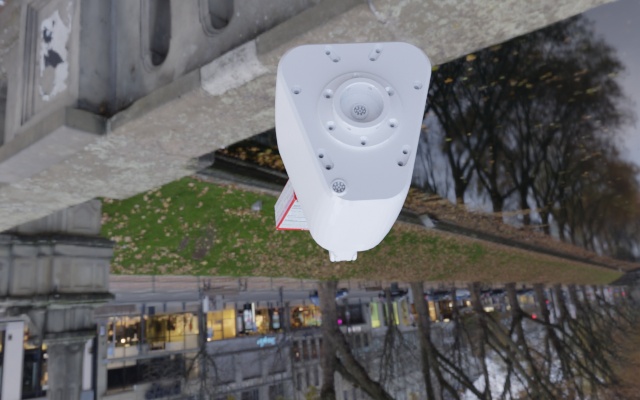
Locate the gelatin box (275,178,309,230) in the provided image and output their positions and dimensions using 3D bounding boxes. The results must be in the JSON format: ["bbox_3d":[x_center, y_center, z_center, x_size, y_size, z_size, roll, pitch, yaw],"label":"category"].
[{"bbox_3d":[0.000,0.002,0.456,0.073,0.030,0.089,1,-22,-16],"label":"gelatin box"}]
